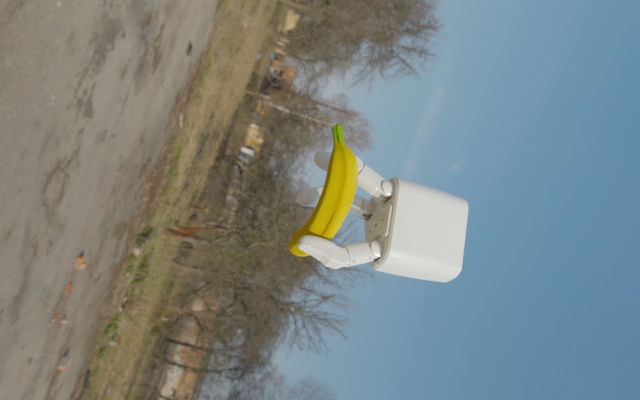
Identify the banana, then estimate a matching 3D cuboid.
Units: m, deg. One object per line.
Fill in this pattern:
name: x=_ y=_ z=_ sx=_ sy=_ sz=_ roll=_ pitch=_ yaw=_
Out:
banana: x=0.004 y=0.011 z=0.570 sx=0.037 sy=0.198 sz=0.069 roll=9 pitch=37 yaw=-20
